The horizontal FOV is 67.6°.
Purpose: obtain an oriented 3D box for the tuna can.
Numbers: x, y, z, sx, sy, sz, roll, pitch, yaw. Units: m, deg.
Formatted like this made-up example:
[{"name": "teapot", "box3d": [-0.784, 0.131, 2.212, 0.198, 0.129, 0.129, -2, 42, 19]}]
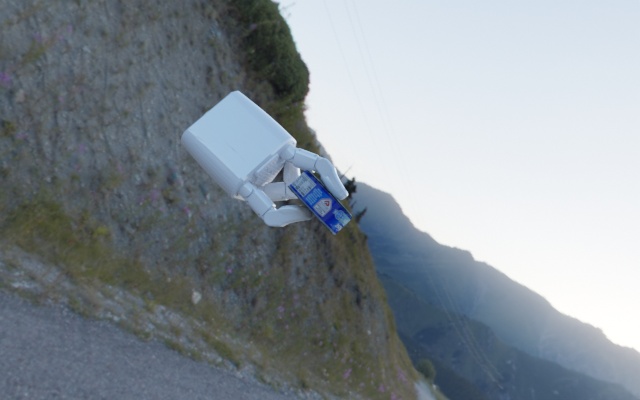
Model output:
[{"name": "tuna can", "box3d": [0.001, 0.002, 0.599, 0.034, 0.086, 0.086, -44, 0, 0]}]
